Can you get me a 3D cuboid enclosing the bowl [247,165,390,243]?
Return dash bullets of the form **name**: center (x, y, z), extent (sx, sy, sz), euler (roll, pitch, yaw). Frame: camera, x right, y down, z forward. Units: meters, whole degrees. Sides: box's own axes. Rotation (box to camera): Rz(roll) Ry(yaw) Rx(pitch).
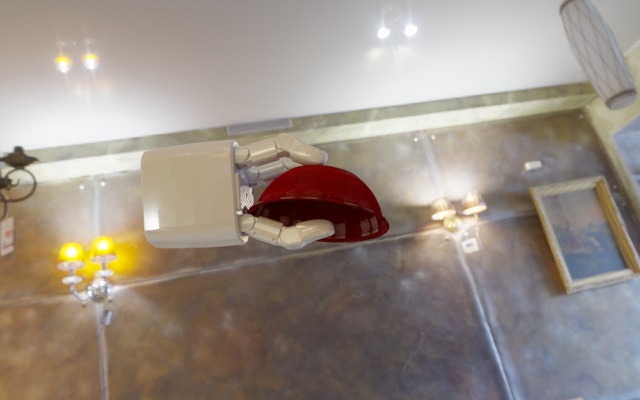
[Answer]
- **bowl**: center (0.001, 0.002, 0.551), extent (0.162, 0.055, 0.162), euler (6, -20, 2)
